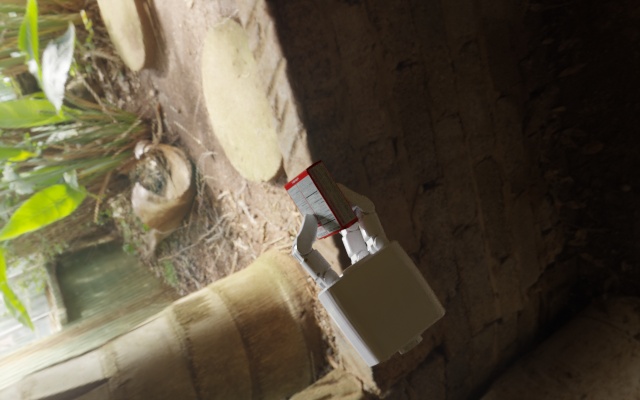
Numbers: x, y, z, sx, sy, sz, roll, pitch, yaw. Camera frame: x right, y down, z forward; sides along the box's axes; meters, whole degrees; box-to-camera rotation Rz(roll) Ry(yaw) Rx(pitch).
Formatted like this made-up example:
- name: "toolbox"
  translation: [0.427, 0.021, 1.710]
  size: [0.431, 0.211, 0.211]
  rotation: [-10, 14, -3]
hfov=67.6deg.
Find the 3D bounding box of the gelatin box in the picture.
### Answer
- name: "gelatin box"
  translation: [0.000, 0.002, 0.606]
  size: [0.030, 0.089, 0.073]
  rotation: [-34, 1, -30]
